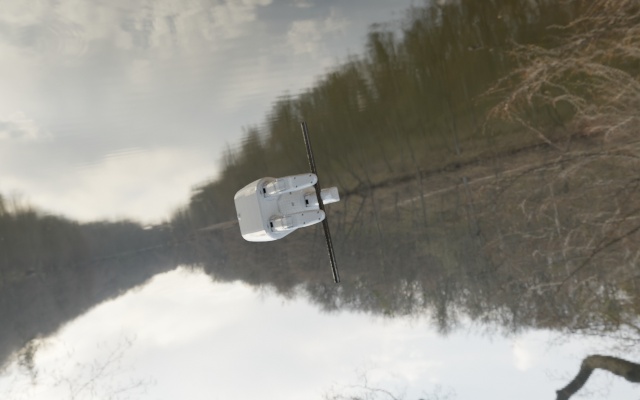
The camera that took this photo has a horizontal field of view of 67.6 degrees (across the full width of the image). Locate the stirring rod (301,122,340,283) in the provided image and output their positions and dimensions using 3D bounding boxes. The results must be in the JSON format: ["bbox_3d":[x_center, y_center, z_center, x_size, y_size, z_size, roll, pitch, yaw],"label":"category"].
[{"bbox_3d":[0.000,0.002,0.704,0.011,0.239,0.011,-12,-2,0],"label":"stirring rod"}]
